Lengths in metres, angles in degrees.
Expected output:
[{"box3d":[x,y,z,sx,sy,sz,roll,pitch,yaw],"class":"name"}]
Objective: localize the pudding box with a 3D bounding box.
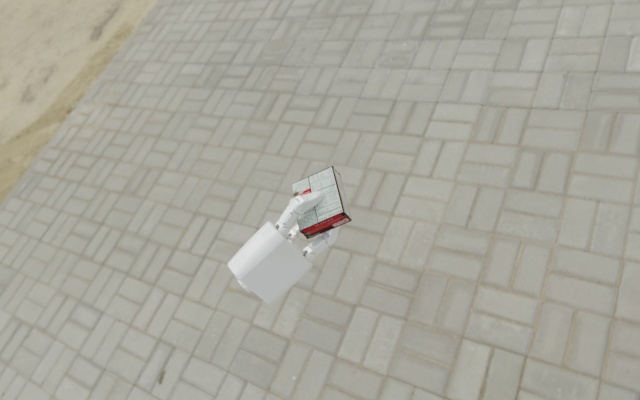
[{"box3d":[0.000,0.003,0.861,0.090,0.113,0.039,-23,-37,14],"class":"pudding box"}]
